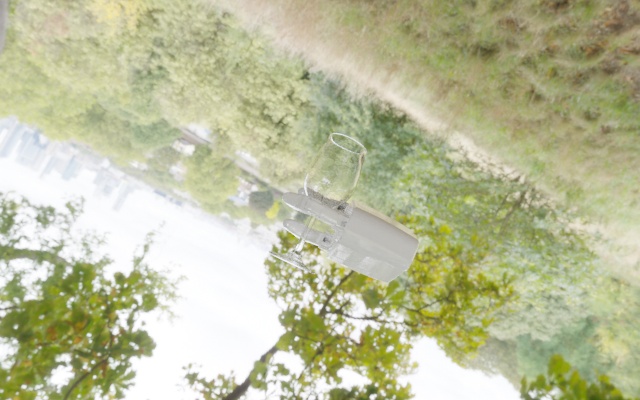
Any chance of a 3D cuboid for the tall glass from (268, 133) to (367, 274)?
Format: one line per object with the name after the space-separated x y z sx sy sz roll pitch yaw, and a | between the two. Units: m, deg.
0.000 0.003 0.707 0.079 0.201 0.079 25 -9 4 | tall glass
